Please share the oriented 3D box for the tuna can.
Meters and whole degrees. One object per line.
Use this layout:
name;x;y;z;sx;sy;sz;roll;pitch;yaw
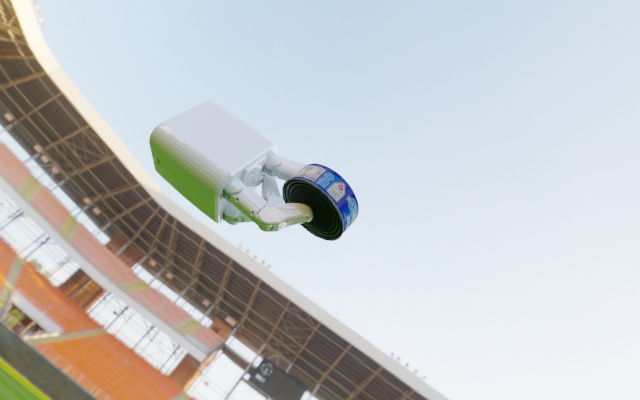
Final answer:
tuna can;0.000;0.001;0.532;0.086;0.086;0.033;0;36;50
